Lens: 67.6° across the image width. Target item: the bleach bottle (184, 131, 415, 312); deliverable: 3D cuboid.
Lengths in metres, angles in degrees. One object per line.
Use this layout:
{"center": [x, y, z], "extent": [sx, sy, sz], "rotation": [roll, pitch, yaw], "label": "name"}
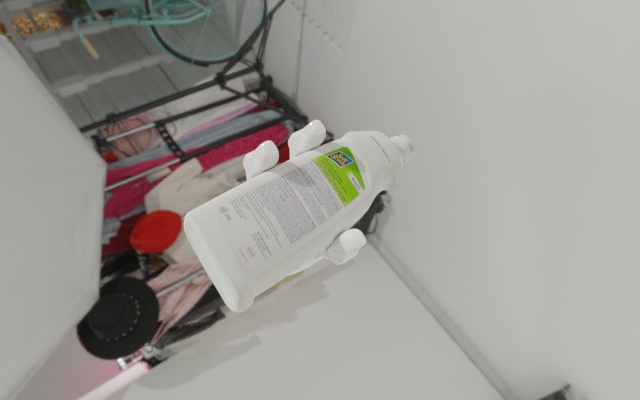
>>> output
{"center": [0.000, 0.001, 0.475], "extent": [0.251, 0.102, 0.068], "rotation": [-29, -8, -25], "label": "bleach bottle"}
